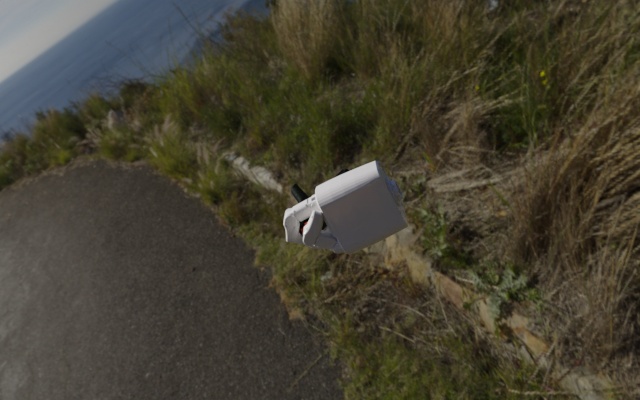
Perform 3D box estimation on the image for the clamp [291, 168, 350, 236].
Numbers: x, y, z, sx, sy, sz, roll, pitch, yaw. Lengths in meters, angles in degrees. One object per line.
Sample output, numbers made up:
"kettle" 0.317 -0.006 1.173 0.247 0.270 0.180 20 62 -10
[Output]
"clamp" 0.000 0.002 0.830 0.120 0.039 0.171 -26 31 16
